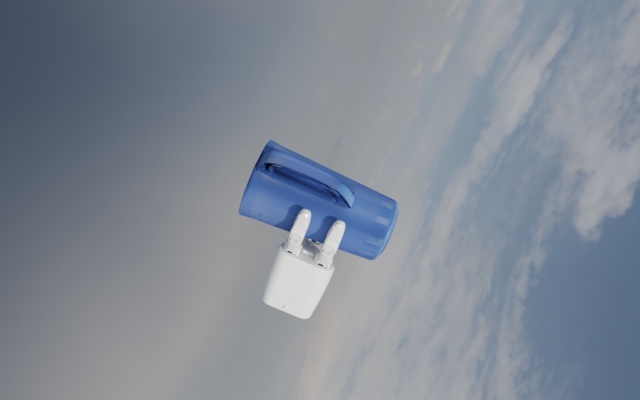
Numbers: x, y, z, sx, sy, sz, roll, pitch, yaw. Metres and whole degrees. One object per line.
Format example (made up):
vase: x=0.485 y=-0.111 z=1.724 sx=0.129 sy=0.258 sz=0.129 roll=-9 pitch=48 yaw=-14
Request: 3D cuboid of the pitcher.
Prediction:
pitcher: x=0.000 y=0.003 z=0.775 sx=0.243 sy=0.145 sz=0.149 roll=22 pitch=21 yaw=-1
